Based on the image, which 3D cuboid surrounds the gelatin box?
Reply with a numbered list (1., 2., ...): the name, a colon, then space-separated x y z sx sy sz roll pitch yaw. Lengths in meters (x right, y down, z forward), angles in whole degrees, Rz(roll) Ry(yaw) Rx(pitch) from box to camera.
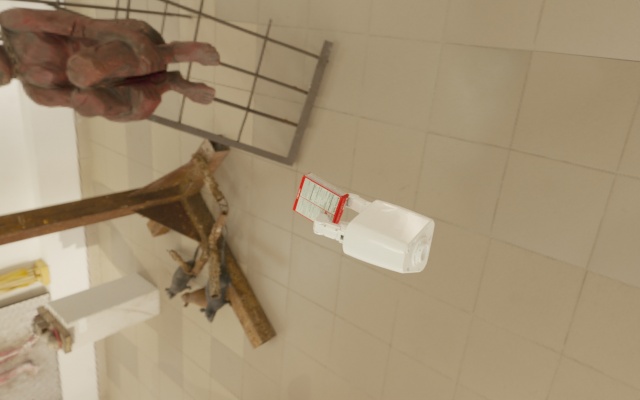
1. gelatin box: 0.000 0.003 0.851 0.089 0.073 0.030 30 28 23
